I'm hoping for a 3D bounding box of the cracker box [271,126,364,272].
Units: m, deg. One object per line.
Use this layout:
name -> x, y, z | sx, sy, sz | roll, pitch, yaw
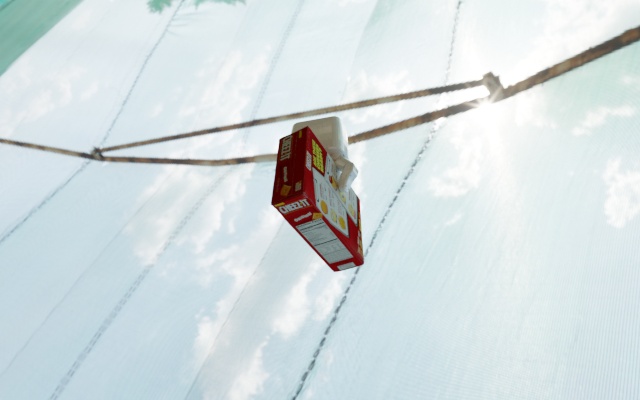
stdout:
cracker box -> 0.000, 0.003, 0.849 | 0.072, 0.164, 0.214 | -21, -47, 22
